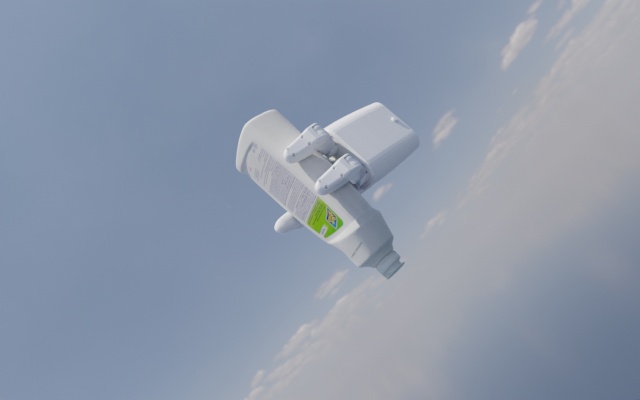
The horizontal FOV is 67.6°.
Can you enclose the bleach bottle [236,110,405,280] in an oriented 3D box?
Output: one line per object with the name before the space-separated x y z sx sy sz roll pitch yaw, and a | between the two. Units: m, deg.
bleach bottle | 0.000 0.002 0.593 0.068 0.250 0.103 -35 -19 -32
